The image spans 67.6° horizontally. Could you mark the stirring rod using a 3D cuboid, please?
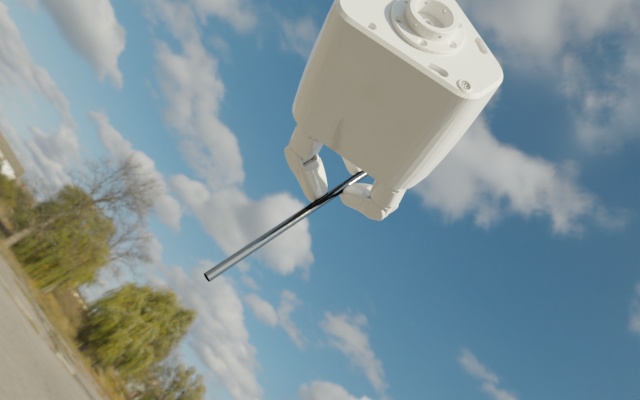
[{"bbox_3d":[0.000,0.001,0.425,0.239,0.011,0.011,-33,18,-29],"label":"stirring rod"}]
